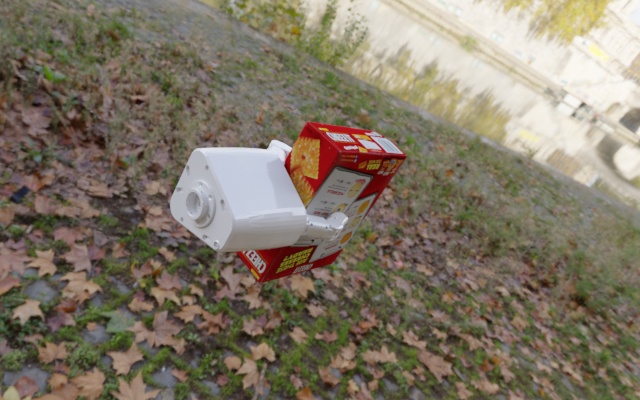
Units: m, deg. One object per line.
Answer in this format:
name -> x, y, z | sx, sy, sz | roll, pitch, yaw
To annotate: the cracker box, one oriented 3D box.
cracker box -> 0.000, 0.002, 0.651 | 0.072, 0.214, 0.164 | 46, 28, 26
